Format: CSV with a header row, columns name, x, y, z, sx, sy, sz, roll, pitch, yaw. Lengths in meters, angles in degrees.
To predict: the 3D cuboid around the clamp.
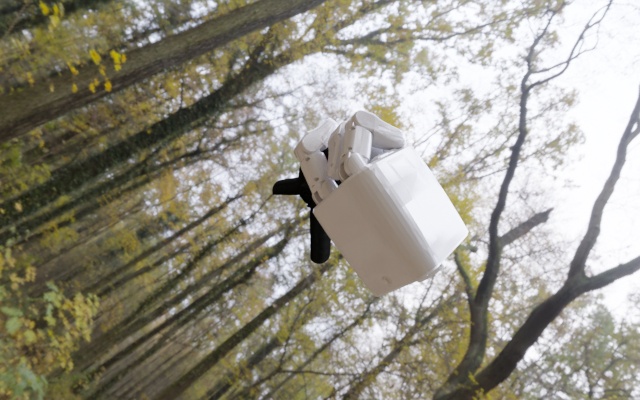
name,x,y,z,sx,sy,sz,roll,pitch,yaw
clamp,0.001,0.001,0.545,0.039,0.120,0.171,-28,-8,-29
